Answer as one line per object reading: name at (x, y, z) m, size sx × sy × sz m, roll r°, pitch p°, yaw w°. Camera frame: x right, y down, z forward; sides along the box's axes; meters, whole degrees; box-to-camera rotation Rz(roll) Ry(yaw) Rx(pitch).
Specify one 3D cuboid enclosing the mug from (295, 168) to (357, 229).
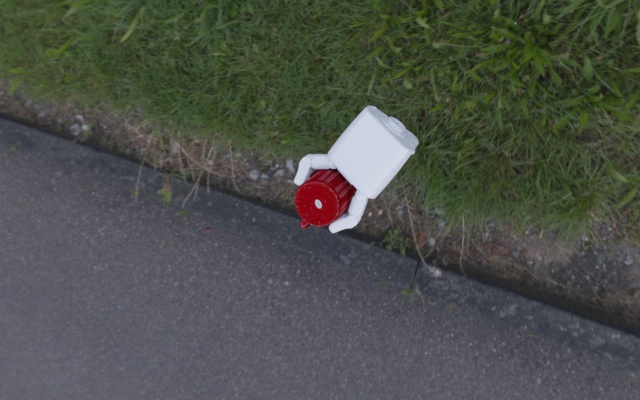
mug at (-0.001, 0.004, 0.820) m, size 0.093 × 0.117 × 0.081 m, roll 40°, pitch 27°, yaw 4°
